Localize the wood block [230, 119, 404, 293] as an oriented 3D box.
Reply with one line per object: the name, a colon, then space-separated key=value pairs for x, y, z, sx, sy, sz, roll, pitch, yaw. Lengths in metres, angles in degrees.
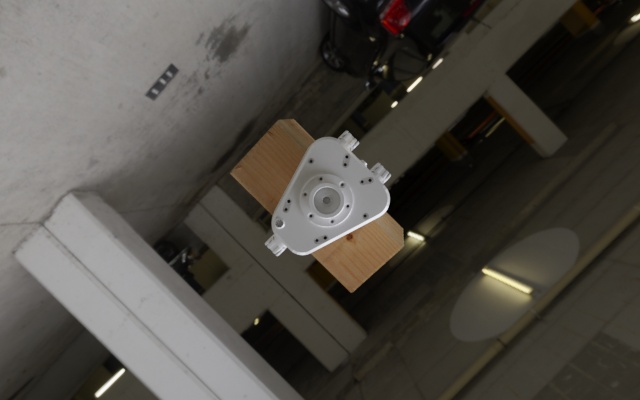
wood block: x=0.000 y=0.002 z=0.602 sx=0.091 sy=0.206 sz=0.090 roll=-44 pitch=2 yaw=14
